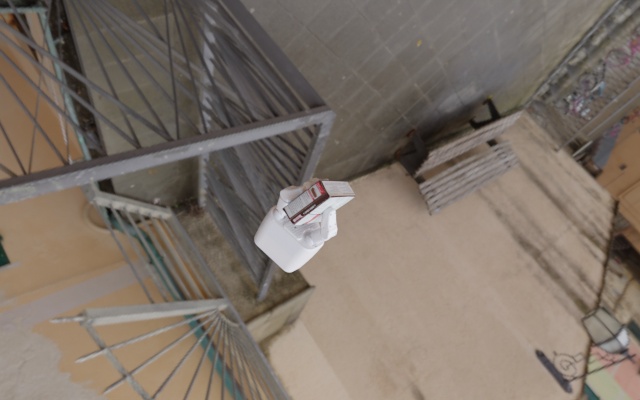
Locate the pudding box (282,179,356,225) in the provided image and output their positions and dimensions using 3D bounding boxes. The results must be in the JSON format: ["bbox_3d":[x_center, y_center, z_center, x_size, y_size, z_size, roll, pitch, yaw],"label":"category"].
[{"bbox_3d":[0.000,0.003,0.837,0.090,0.039,0.113,-38,-13,22],"label":"pudding box"}]
